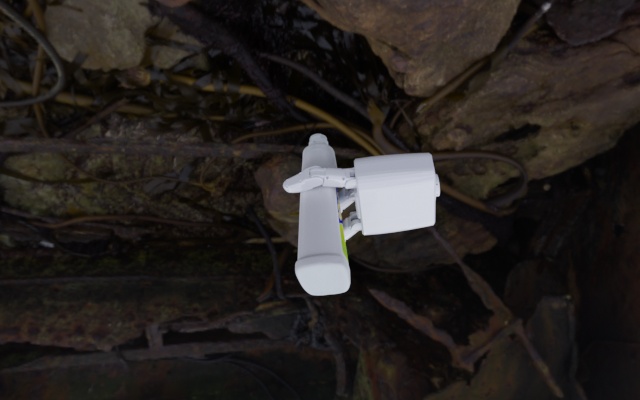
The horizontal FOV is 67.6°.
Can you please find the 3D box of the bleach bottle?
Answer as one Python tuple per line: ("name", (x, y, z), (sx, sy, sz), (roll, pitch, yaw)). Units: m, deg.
("bleach bottle", (0.000, 0.002, 0.691), (0.068, 0.250, 0.103), (-7, -33, 6))
